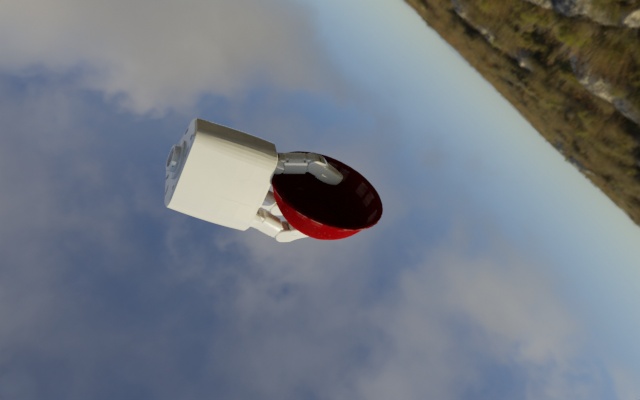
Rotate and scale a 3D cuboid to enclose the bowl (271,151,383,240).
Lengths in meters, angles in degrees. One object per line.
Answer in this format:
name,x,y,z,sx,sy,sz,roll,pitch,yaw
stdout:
bowl,0.001,0.003,0.645,0.162,0.055,0.162,17,35,-12
